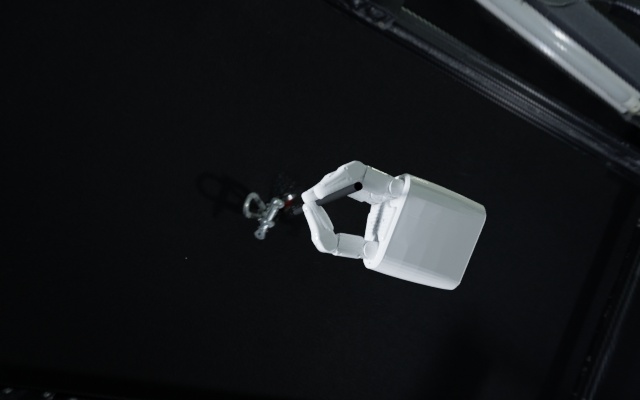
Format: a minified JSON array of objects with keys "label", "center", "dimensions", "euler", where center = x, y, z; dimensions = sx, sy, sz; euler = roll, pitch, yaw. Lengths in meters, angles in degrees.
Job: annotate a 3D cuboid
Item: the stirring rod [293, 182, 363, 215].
[{"label":"stirring rod","center":[0.000,0.002,0.522],"dimensions":[0.011,0.011,0.239],"euler":[0,-7,-16]}]
